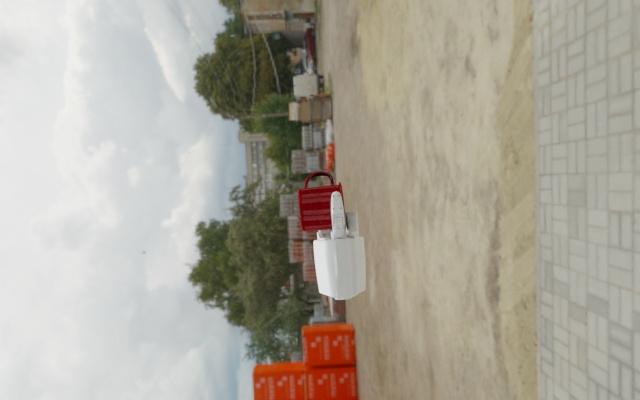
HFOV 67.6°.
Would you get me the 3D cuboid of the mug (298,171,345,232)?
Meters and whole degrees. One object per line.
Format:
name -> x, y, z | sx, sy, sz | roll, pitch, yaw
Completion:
mug -> 0.000, 0.002, 0.897 | 0.081, 0.117, 0.093 | -5, -6, -1
